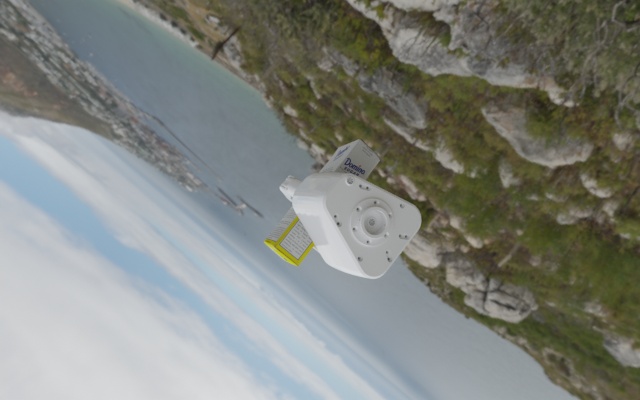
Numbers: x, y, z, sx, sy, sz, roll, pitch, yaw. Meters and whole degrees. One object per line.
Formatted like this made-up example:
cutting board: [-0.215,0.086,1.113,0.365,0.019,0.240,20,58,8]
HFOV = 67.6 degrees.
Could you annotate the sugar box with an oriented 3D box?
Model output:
sugar box: [0.000,0.003,0.632,0.048,0.176,0.093,43,-11,-11]
